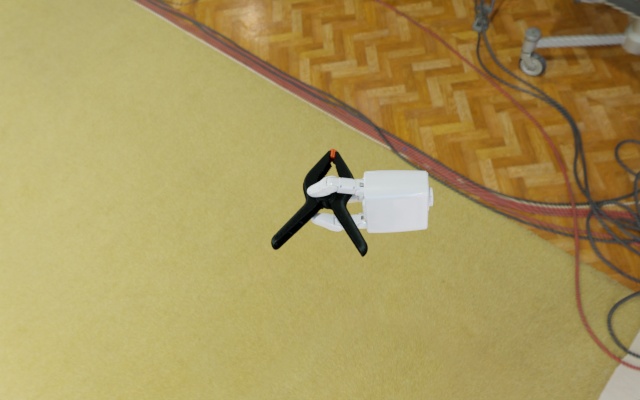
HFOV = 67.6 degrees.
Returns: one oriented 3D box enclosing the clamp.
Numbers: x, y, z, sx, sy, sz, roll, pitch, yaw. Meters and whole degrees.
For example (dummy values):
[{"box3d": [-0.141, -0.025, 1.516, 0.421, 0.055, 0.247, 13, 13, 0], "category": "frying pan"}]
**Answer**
[{"box3d": [0.000, 0.002, 0.837, 0.164, 0.209, 0.036, -2, -30, 9], "category": "clamp"}]
